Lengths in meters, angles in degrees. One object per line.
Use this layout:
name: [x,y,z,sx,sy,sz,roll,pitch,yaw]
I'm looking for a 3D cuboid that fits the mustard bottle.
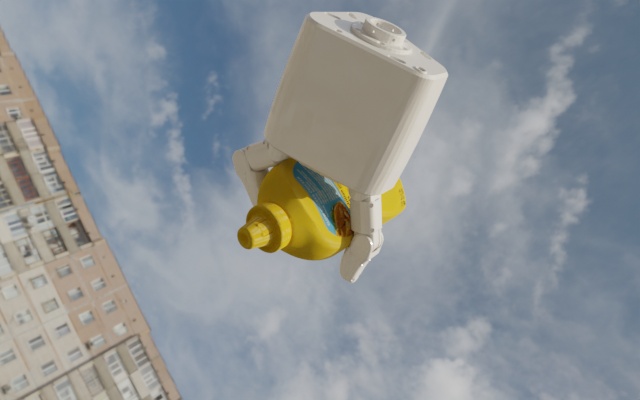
mustard bottle: [0.000,0.002,0.437,0.191,0.096,0.058,-26,-8,-48]
